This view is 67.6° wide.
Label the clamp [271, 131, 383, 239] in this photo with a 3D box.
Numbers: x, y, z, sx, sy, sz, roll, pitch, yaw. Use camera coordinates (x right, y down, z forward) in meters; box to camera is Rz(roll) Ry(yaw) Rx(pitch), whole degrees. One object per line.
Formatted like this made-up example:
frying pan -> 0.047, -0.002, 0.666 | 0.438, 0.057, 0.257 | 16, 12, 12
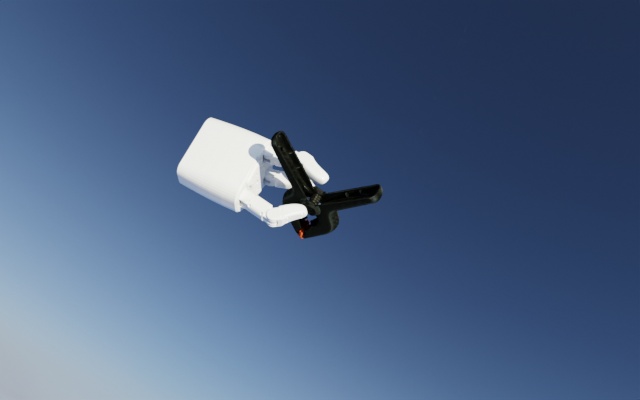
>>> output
clamp -> -0.001, 0.003, 0.700 | 0.164, 0.036, 0.210 | 27, -33, 12
